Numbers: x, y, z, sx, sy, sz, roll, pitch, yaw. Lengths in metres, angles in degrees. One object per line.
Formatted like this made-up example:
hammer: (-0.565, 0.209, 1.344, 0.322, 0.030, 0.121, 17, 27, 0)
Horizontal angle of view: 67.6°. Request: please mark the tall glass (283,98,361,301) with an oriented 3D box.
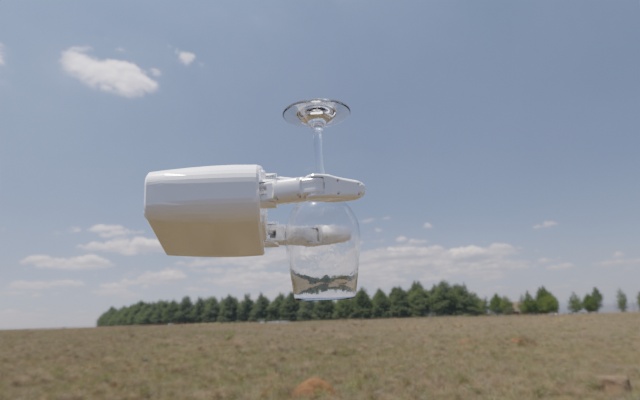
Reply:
tall glass: (0.000, 0.001, 0.498, 0.079, 0.201, 0.079, -3, -13, -1)
